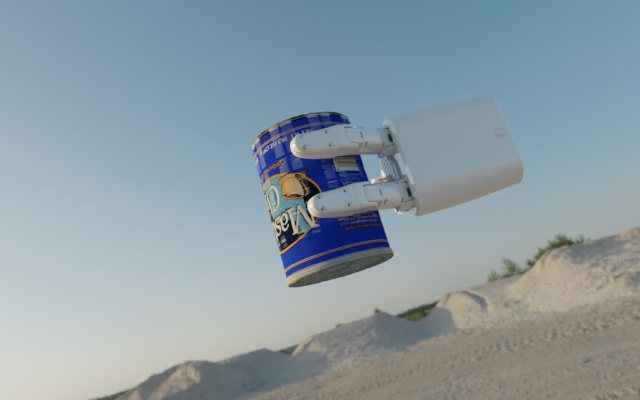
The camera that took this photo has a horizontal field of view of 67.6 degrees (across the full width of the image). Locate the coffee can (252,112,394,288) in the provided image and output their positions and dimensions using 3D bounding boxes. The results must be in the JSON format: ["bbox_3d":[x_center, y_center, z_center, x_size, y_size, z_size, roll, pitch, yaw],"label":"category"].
[{"bbox_3d":[0.000,0.002,0.460,0.103,0.140,0.103,-15,-15,-4],"label":"coffee can"}]
